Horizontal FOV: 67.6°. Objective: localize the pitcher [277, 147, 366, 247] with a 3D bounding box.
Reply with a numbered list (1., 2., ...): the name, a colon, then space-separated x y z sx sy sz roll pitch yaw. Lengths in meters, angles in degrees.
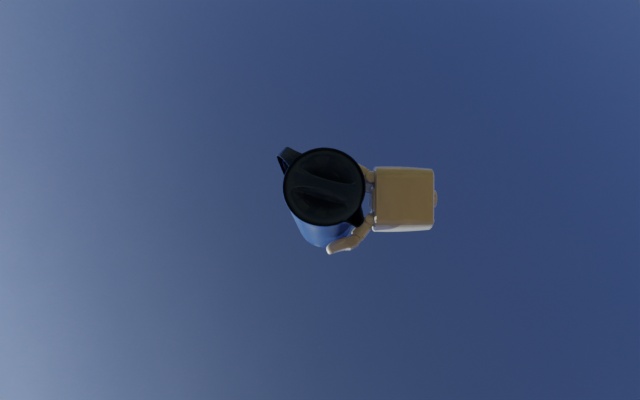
1. pitcher: 0.000 0.003 0.868 0.145 0.149 0.243 -2 -17 0
